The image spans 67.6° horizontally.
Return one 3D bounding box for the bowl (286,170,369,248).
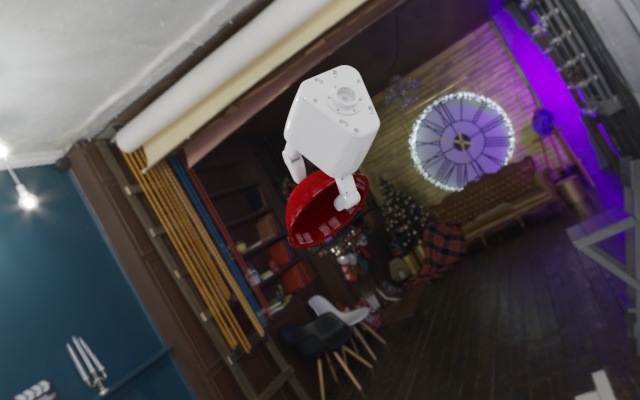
[{"bbox_3d":[-0.001,0.003,0.772,0.162,0.162,0.055,0,41,-53],"label":"bowl"}]
